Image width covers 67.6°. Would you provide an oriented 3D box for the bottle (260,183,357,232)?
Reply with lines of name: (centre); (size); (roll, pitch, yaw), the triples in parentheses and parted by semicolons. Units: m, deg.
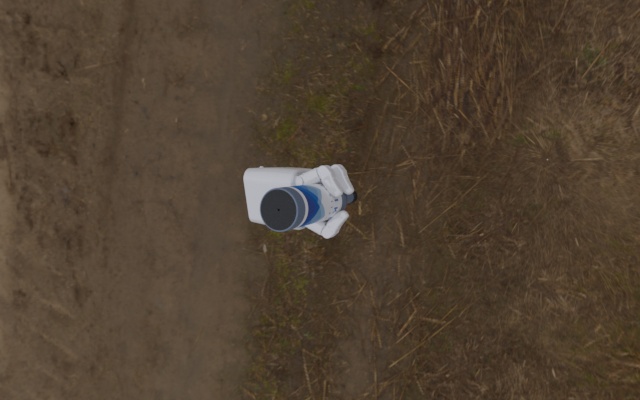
bottle: (0.000, 0.003, 0.843); (0.069, 0.069, 0.295); (0, 4, 25)
